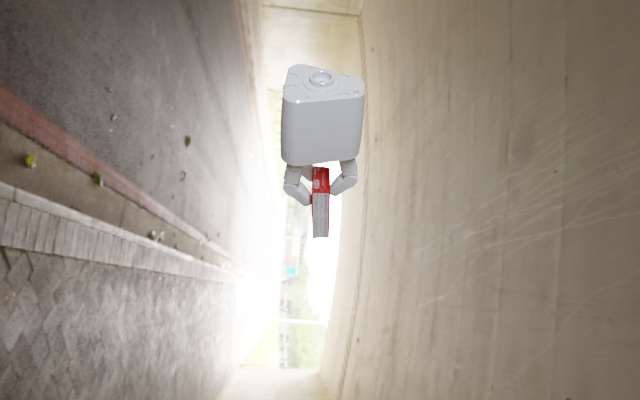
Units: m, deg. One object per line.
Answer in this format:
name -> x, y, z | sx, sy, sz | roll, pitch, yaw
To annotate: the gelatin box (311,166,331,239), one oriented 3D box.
gelatin box -> 0.001, 0.003, 0.741 | 0.030, 0.089, 0.073 | 0, 33, 1
